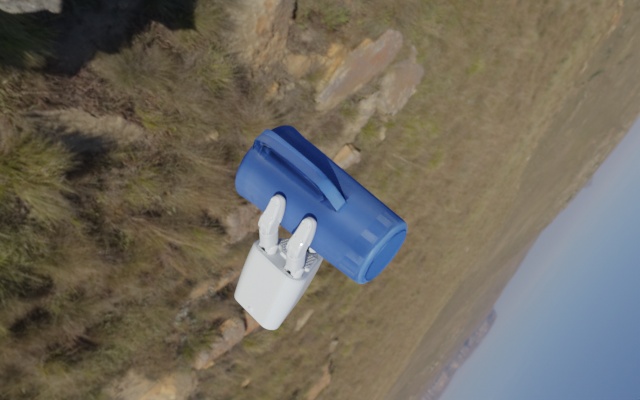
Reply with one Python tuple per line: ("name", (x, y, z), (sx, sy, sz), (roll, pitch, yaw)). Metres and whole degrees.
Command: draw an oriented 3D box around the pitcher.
("pitcher", (0.000, 0.002, 0.686), (0.242, 0.145, 0.149), (38, 28, 22))
